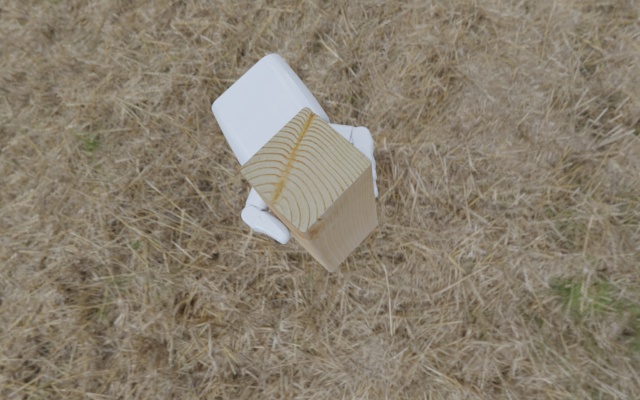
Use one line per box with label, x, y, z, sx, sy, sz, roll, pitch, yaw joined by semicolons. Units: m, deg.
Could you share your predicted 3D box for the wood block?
wood block;0.000;0.002;0.525;0.090;0.091;0.206;43;-7;19
